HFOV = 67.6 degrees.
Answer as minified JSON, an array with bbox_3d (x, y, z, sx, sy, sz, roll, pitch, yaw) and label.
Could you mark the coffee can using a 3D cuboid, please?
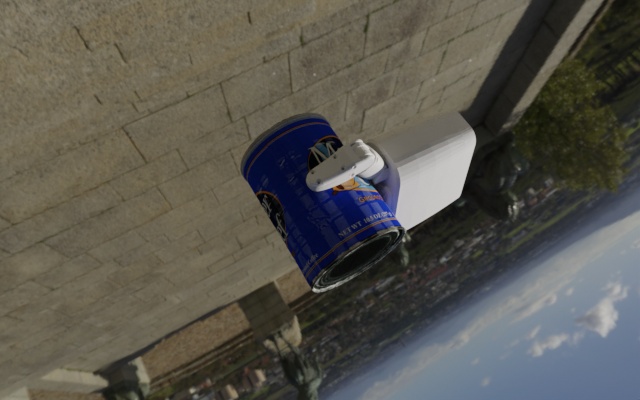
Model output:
[{"bbox_3d":[0.000,0.001,0.461,0.103,0.140,0.103,-29,-21,-12],"label":"coffee can"}]
